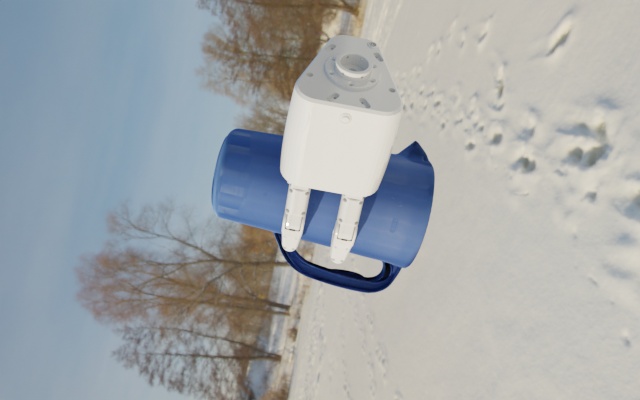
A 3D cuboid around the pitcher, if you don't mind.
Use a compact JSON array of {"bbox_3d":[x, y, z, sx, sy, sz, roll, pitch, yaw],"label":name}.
[{"bbox_3d":[0.000,0.002,0.566,0.243,0.149,0.145,12,-39,-2],"label":"pitcher"}]
